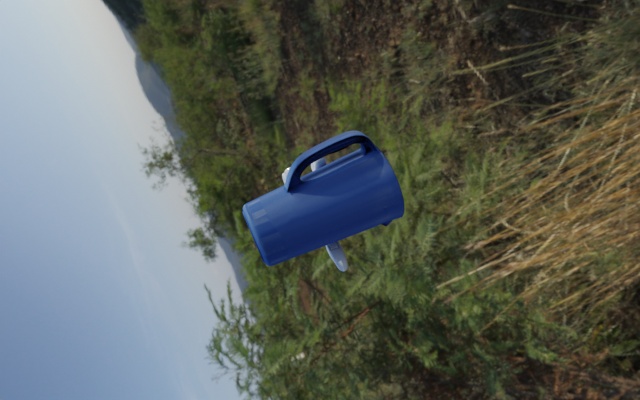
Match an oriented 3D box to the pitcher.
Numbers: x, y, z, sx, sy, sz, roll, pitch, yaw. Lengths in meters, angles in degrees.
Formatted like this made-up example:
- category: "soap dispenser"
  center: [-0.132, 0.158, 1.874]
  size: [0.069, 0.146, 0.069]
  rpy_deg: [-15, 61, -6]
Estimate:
- category: "pitcher"
  center: [0.000, 0.003, 0.772]
  size: [0.243, 0.149, 0.145]
  rpy_deg: [-23, -11, -9]
